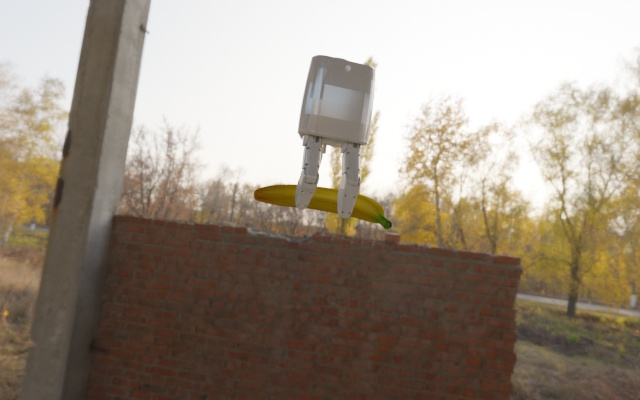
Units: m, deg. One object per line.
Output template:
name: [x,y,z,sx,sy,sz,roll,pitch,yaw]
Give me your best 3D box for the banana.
banana: [0.006,0.001,0.686,0.198,0.037,0.069,11,8,8]
